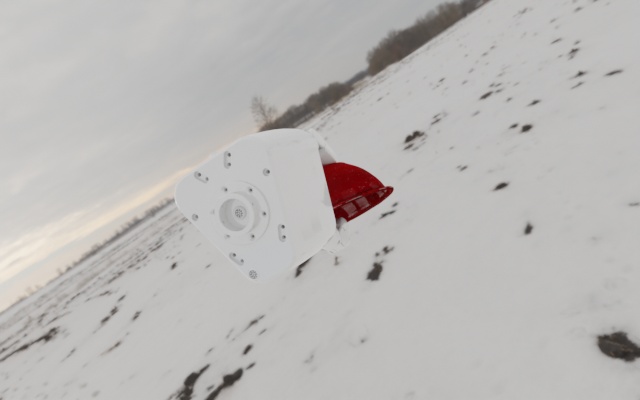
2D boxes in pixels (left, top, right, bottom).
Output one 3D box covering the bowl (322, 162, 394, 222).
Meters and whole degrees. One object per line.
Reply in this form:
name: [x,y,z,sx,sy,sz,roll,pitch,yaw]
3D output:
bowl: [0.000,0.002,0.548,0.162,0.055,0.162,-26,-11,-5]
